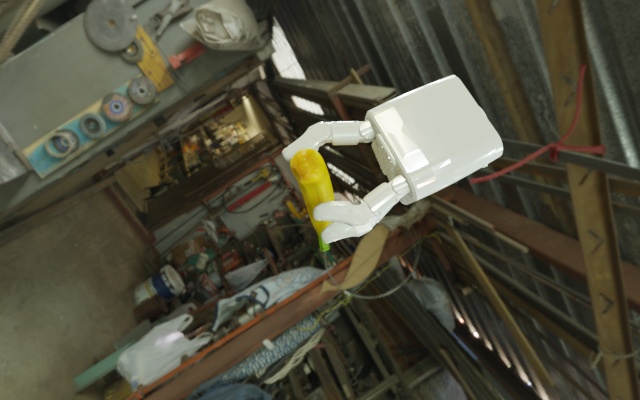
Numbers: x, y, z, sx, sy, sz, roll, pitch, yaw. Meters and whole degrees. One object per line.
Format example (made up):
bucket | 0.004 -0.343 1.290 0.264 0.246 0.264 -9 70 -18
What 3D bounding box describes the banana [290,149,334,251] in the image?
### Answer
banana | -0.004 -0.012 0.531 0.037 0.069 0.198 -18 -29 0
